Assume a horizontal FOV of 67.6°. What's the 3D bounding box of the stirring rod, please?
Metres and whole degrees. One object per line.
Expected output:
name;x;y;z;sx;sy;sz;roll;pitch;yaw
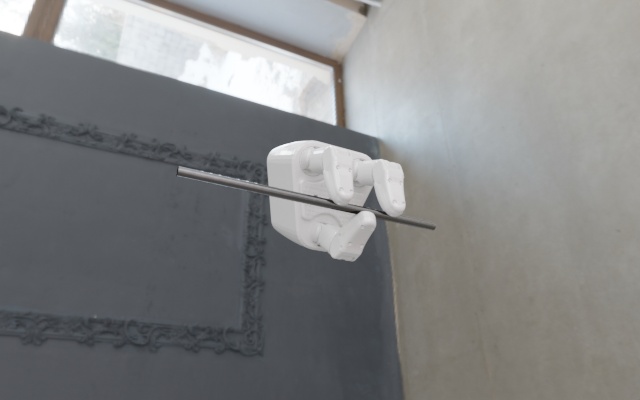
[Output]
stirring rod;0.000;0.001;0.408;0.239;0.011;0.011;12;-5;-24
